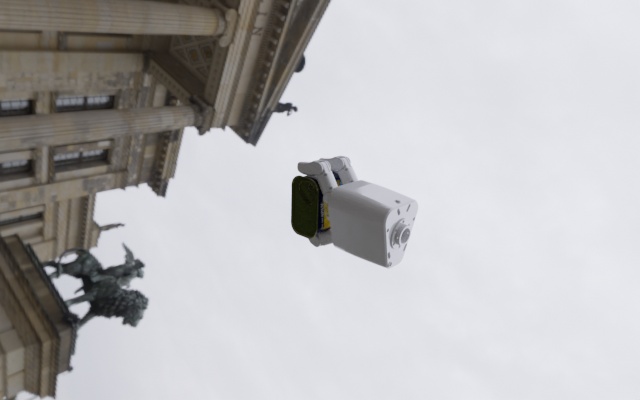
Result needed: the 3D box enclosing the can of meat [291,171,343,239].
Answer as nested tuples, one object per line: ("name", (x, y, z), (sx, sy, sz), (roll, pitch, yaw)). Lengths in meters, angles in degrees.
("can of meat", (0.000, 0.003, 0.798), (0.057, 0.102, 0.084), (17, 23, 39))
